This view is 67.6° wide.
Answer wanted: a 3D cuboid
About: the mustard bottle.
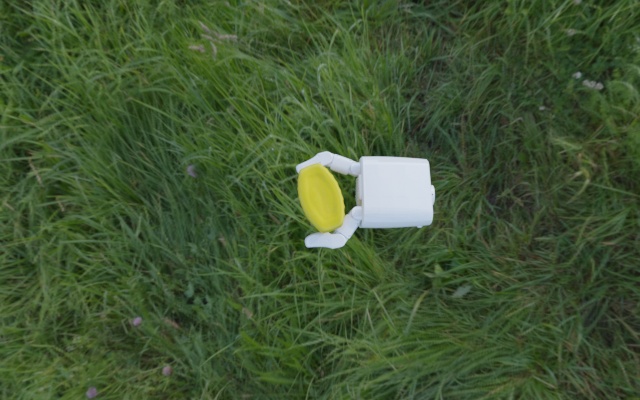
[{"bbox_3d":[0.000,0.002,0.743,0.058,0.096,0.191,-22,-4,-2],"label":"mustard bottle"}]
